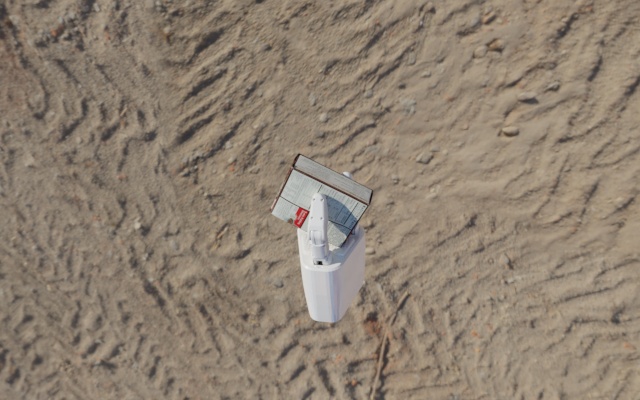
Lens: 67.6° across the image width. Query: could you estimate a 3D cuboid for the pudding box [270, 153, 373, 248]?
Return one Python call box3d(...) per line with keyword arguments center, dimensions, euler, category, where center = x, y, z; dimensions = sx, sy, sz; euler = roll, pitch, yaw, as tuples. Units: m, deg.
box3d(center=(0.000, 0.002, 0.631), dimensions=(0.113, 0.090, 0.039), euler=(25, 37, -6), category="pudding box")
